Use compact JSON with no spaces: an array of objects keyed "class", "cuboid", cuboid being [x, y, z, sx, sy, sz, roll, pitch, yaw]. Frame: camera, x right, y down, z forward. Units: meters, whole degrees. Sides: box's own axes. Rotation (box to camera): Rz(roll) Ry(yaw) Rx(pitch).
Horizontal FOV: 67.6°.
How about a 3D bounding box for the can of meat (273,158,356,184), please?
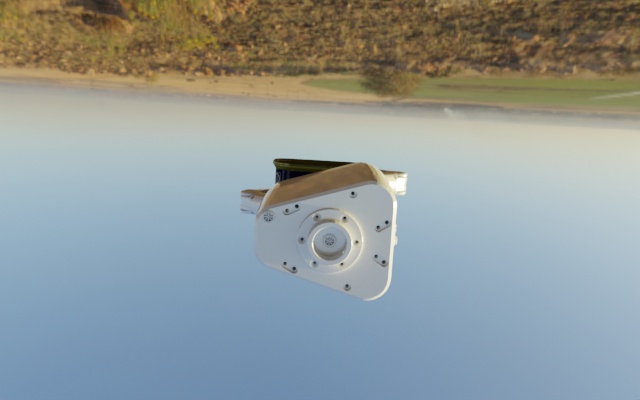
[{"class":"can of meat","cuboid":[0.000,0.002,0.500,0.102,0.084,0.057,3,10,-2]}]
